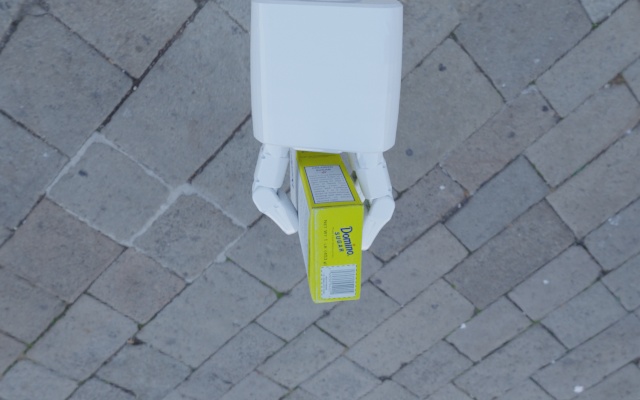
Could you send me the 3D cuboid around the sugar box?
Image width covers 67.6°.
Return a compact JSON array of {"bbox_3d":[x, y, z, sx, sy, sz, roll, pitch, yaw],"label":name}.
[{"bbox_3d":[0.001,0.001,0.441,0.048,0.093,0.176,-3,30,-6],"label":"sugar box"}]
